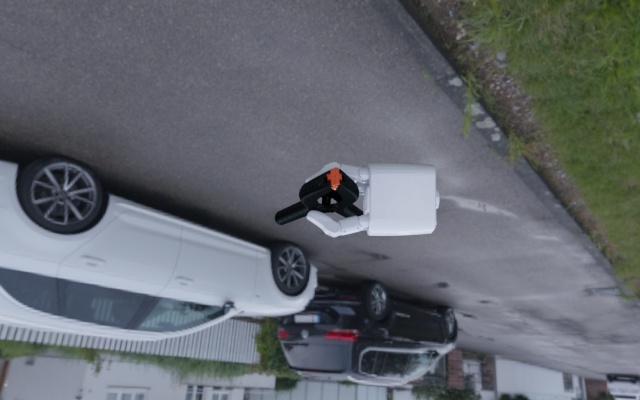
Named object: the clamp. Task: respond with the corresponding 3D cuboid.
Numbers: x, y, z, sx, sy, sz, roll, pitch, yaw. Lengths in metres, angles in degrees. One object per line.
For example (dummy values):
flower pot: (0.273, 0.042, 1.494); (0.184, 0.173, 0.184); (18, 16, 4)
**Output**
clamp: (0.000, 0.003, 0.780); (0.164, 0.036, 0.210); (-3, -20, -1)
